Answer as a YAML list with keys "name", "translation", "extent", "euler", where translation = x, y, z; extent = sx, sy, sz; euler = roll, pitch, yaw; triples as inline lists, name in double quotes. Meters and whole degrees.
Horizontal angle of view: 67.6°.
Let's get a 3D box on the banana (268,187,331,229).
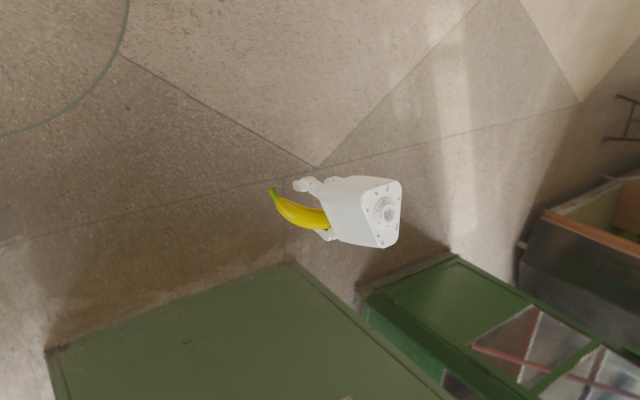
- name: "banana"
  translation: [-0.003, 0.020, 0.882]
  extent: [0.198, 0.069, 0.037]
  euler: [10, -18, -32]
